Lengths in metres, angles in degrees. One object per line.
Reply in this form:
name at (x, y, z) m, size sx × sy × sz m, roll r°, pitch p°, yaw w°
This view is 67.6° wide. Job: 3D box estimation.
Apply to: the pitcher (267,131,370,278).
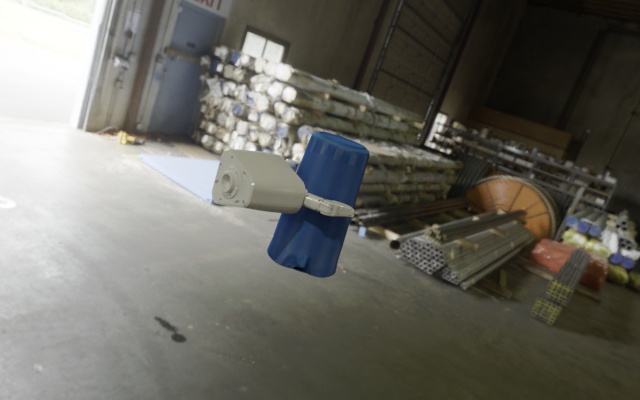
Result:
pitcher at (0.000, 0.003, 0.867) m, size 0.145 × 0.243 × 0.149 m, roll 5°, pitch 19°, yaw -44°
